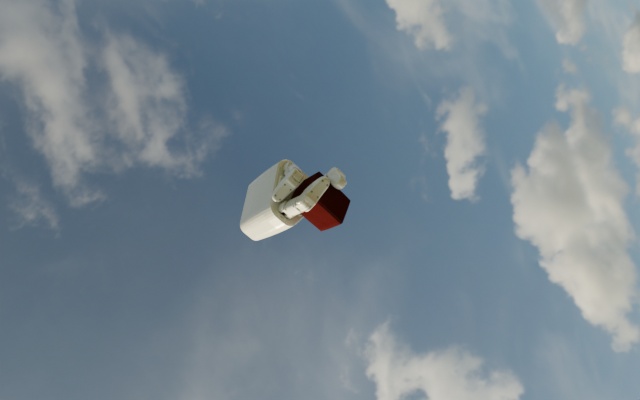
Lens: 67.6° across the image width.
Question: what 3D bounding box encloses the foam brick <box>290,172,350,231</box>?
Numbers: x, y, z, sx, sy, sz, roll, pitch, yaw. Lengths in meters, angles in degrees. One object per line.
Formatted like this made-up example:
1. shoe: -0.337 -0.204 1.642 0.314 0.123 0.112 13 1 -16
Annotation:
1. foam brick: 0.000 0.003 0.773 0.078 0.053 0.051 42 -42 -19
